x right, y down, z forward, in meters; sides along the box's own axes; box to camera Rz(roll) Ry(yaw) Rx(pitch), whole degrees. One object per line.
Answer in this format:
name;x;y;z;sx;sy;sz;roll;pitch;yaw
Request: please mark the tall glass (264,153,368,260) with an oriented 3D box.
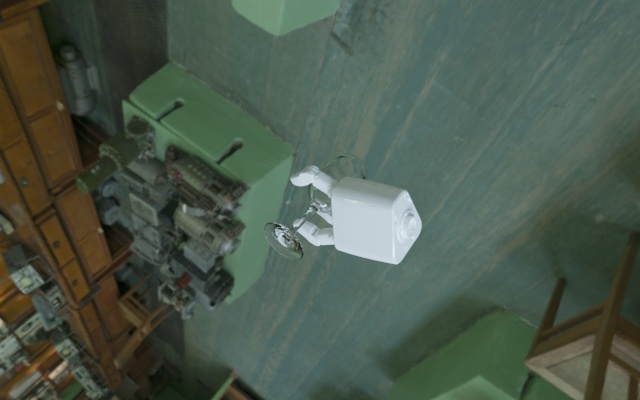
tall glass;0.000;0.003;0.776;0.079;0.079;0.201;0;37;44
